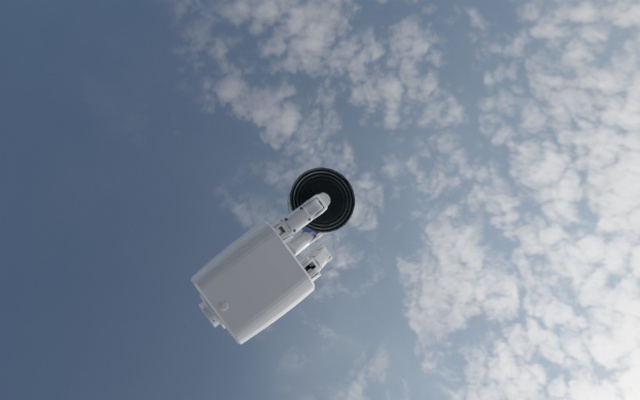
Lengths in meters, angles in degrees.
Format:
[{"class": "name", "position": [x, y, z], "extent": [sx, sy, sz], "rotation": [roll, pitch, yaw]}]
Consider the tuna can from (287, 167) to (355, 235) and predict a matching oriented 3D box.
[{"class": "tuna can", "position": [0.000, 0.002, 0.628], "extent": [0.086, 0.086, 0.034], "rotation": [0, -11, -11]}]
